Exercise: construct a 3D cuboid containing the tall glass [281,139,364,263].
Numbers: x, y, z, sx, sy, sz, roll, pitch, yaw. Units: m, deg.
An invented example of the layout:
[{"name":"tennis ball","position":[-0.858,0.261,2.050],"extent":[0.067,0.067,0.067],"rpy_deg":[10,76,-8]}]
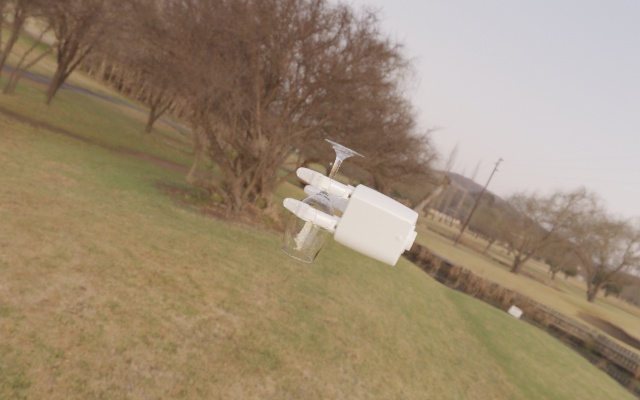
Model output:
[{"name":"tall glass","position":[0.000,0.002,0.811],"extent":[0.079,0.201,0.079],"rpy_deg":[24,5,-2]}]
